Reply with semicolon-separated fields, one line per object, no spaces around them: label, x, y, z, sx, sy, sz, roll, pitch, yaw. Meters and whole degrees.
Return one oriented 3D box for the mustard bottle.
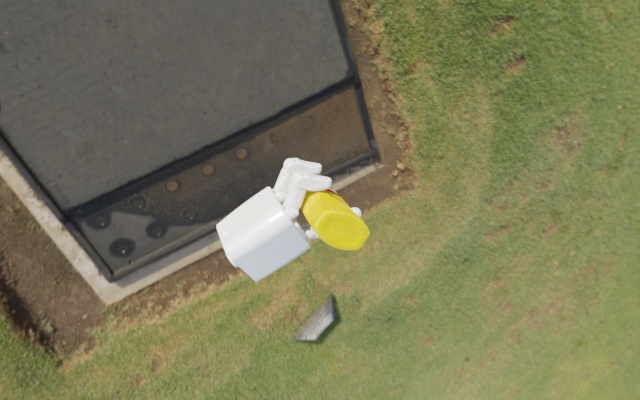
mustard bottle;0.000;0.002;0.754;0.096;0.058;0.191;26;14;-32
